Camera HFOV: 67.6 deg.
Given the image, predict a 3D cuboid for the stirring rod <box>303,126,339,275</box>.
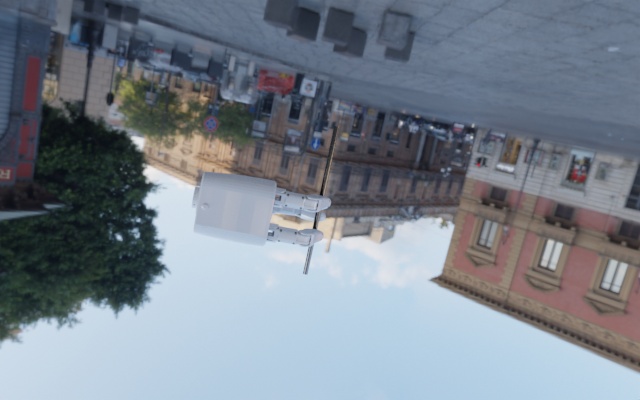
[{"bbox_3d":[0.000,0.002,0.750,0.011,0.239,0.011,12,10,-2],"label":"stirring rod"}]
